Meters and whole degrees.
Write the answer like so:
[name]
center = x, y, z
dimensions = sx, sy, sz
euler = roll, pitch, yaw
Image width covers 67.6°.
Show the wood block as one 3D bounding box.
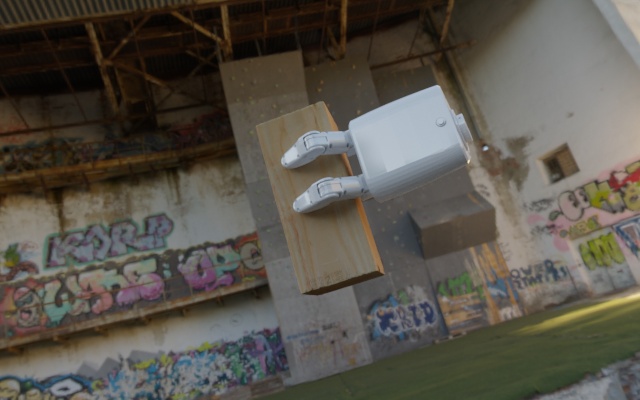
[wood block]
center = 0.000, 0.002, 0.576
dimensions = 0.090, 0.206, 0.091
euler = -19, -16, 9
